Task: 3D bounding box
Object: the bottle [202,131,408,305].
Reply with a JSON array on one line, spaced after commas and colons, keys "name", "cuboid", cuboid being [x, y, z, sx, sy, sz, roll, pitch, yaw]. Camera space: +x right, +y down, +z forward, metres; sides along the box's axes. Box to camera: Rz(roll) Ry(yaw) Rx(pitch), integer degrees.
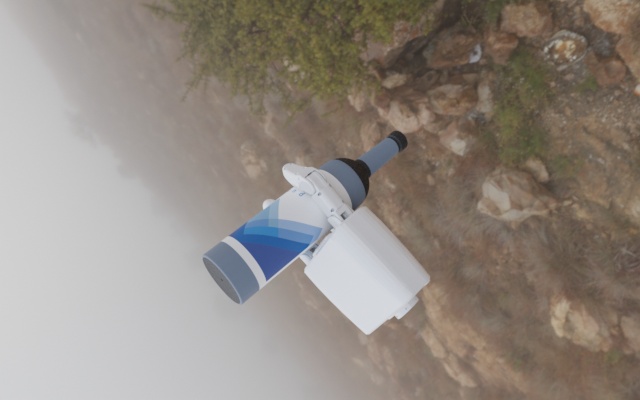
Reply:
[{"name": "bottle", "cuboid": [0.000, 0.002, 0.564, 0.295, 0.069, 0.069, -38, 19, -26]}]
